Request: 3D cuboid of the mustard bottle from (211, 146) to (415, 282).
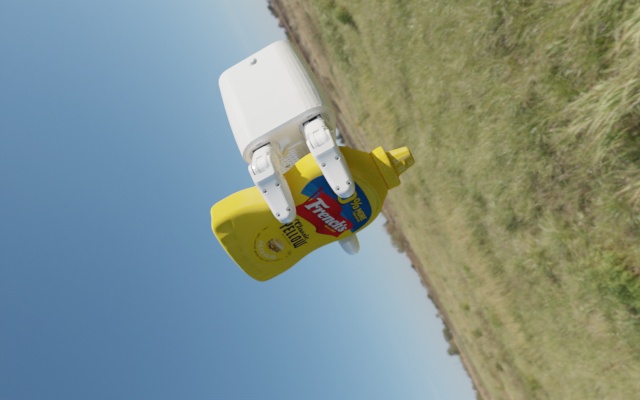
[{"bbox_3d":[0.000,0.002,0.456,0.191,0.096,0.058,-28,37,6],"label":"mustard bottle"}]
